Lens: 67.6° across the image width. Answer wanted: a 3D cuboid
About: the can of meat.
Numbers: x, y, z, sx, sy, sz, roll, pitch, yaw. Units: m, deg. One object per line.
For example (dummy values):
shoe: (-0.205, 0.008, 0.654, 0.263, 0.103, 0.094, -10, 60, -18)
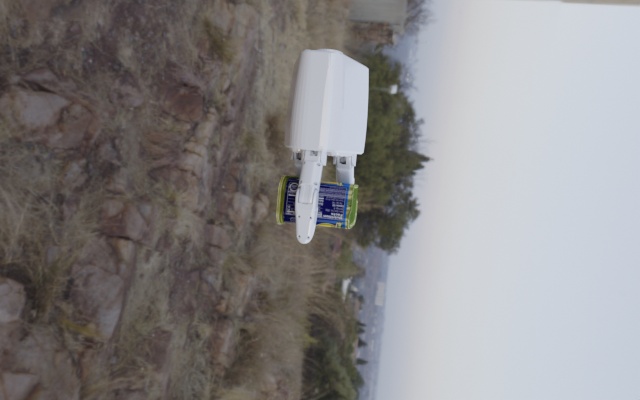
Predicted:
can of meat: (0.000, 0.002, 0.574, 0.084, 0.057, 0.102, 6, 3, 8)
